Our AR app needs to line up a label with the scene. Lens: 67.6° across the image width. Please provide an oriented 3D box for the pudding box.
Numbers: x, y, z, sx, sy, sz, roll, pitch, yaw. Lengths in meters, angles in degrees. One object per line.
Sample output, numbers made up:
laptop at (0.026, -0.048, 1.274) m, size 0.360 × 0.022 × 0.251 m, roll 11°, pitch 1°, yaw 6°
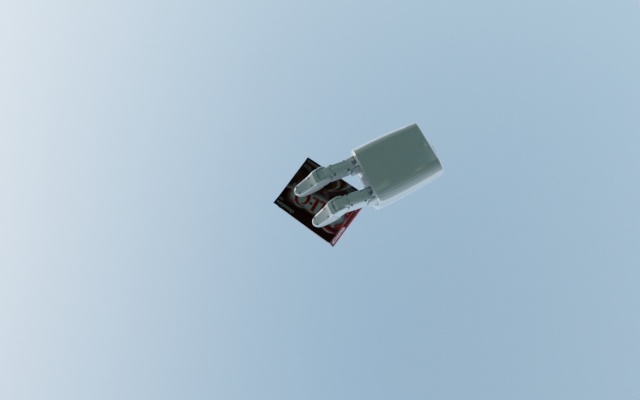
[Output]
pudding box at (0.000, 0.002, 0.726) m, size 0.113 × 0.090 × 0.039 m, roll 34°, pitch -8°, yaw 20°
